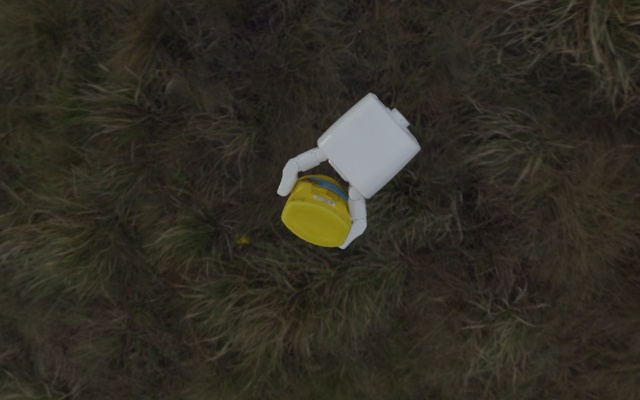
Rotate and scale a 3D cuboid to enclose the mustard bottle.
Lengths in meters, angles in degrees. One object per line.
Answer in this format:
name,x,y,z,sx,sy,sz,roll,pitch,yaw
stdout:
mustard bottle,0.000,0.003,0.734,0.096,0.058,0.191,22,19,-4
